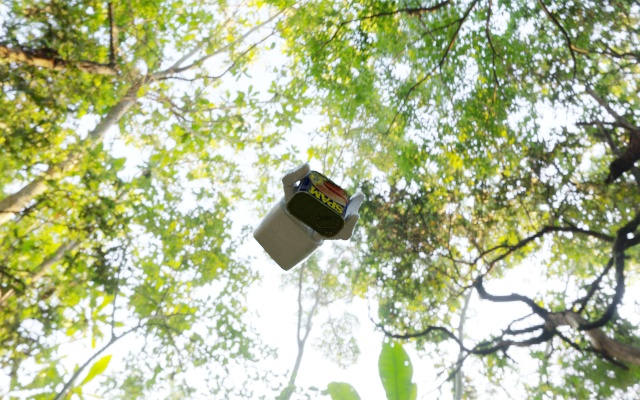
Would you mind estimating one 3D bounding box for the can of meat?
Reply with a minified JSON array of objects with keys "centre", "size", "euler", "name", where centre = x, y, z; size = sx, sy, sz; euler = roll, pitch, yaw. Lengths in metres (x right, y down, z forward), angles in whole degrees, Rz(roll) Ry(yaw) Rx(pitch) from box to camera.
[{"centre":[0.000,0.002,0.840],"size":[0.102,0.057,0.084],"euler":[35,35,-10],"name":"can of meat"}]
